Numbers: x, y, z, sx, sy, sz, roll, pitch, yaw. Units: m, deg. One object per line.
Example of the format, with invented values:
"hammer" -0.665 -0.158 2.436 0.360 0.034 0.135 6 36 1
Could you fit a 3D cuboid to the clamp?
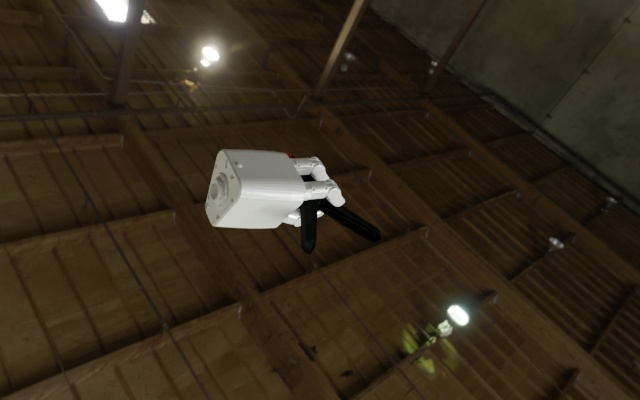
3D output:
"clamp" -0.001 0.003 0.777 0.164 0.036 0.210 4 42 -40
